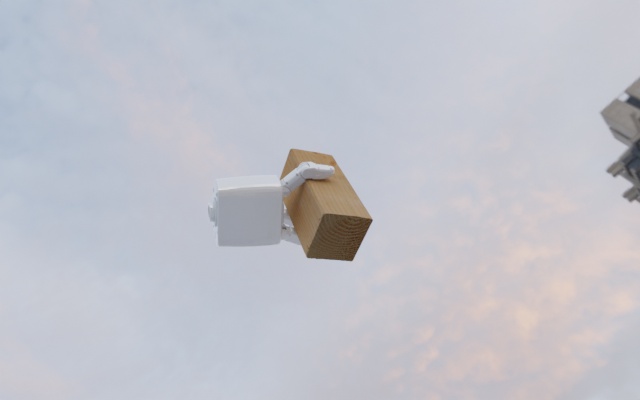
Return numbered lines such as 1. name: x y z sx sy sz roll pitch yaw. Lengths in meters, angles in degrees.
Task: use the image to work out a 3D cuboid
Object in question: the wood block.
1. wood block: 0.000 0.002 0.830 0.090 0.091 0.206 8 32 -25
